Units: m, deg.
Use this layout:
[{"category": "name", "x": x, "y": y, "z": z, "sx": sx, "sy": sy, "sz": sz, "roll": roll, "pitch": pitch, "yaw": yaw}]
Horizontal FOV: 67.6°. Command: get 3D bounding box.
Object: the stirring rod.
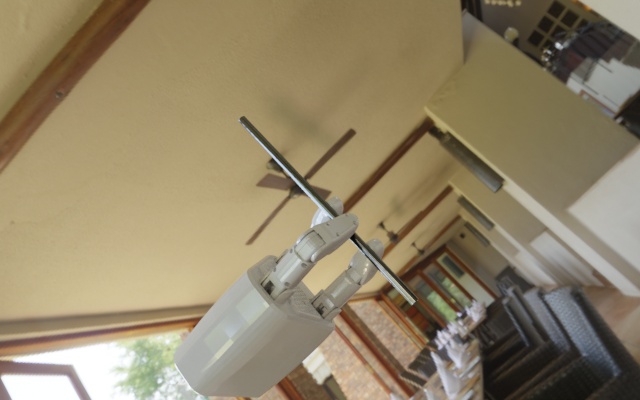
[{"category": "stirring rod", "x": 0.000, "y": 0.002, "z": 0.432, "sx": 0.239, "sy": 0.011, "sz": 0.011, "roll": 46, "pitch": 20, "yaw": 20}]
